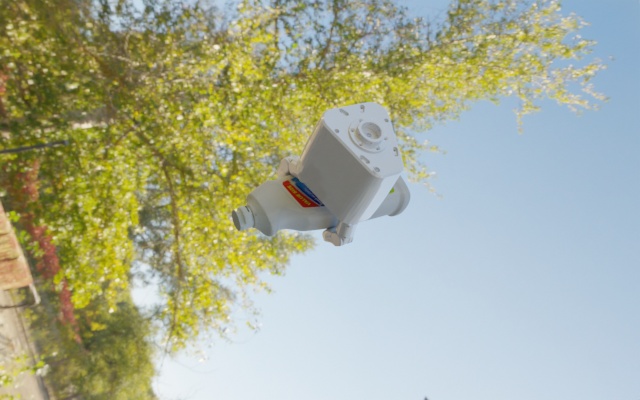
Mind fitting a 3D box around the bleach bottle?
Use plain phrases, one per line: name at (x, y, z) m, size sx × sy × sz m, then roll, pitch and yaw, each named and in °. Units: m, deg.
bleach bottle at (0.000, 0.002, 0.677) m, size 0.251 × 0.102 × 0.068 m, roll -16°, pitch -26°, yaw -27°
